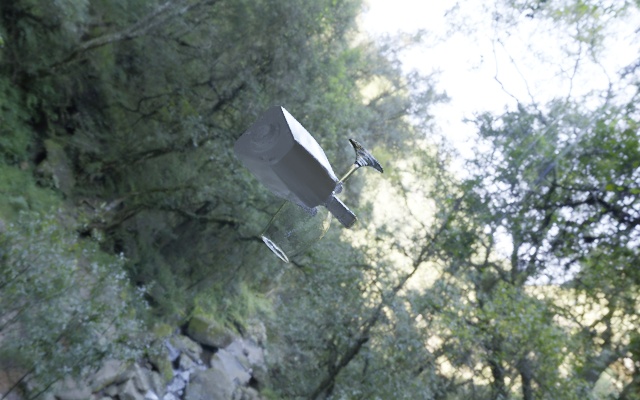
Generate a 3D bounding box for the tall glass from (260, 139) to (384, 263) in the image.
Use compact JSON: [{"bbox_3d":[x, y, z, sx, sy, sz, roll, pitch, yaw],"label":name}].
[{"bbox_3d":[0.001,0.002,0.726,0.079,0.201,0.079,44,-1,1],"label":"tall glass"}]
